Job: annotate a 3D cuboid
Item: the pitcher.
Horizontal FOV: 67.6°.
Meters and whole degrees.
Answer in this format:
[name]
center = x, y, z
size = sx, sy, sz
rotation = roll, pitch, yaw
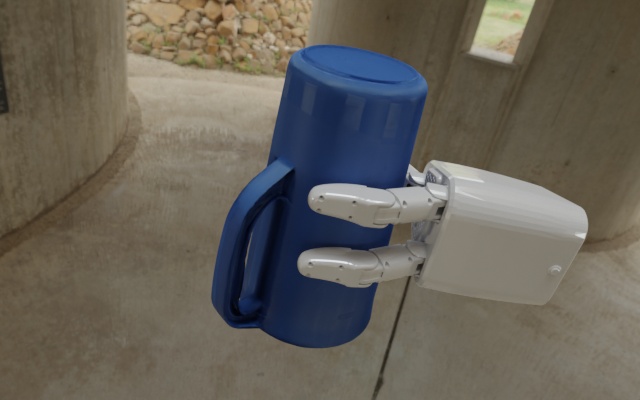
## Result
[pitcher]
center = 0.000, 0.001, 0.410
size = 0.145, 0.243, 0.149
rotation = 12, 30, -1
